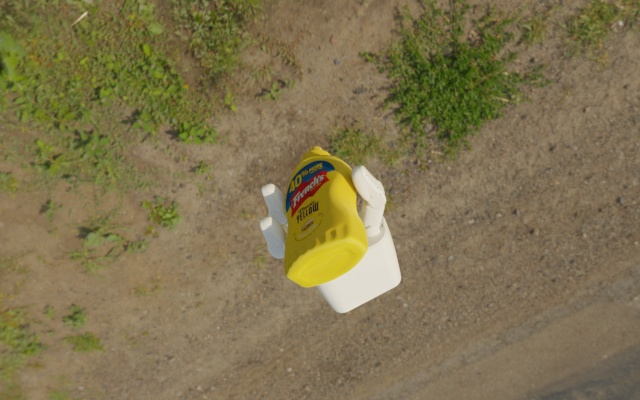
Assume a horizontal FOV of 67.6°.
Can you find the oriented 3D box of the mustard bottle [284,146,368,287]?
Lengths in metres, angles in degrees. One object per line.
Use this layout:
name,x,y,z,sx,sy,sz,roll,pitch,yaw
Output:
mustard bottle,0.000,0.002,0.565,0.096,0.191,0.058,-35,-53,27
